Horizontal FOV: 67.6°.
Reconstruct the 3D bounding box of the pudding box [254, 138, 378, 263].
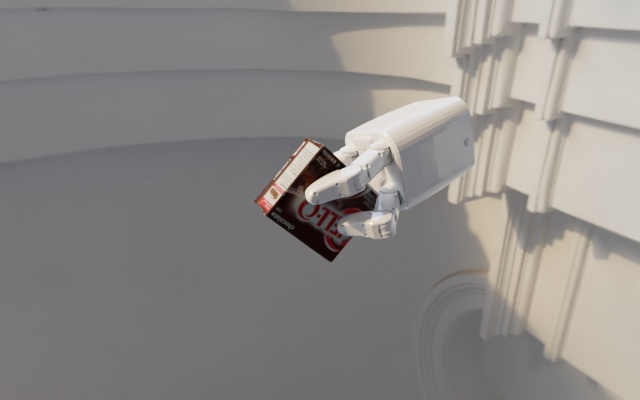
[{"bbox_3d":[0.000,0.002,0.504,0.113,0.090,0.039,39,-1,-37],"label":"pudding box"}]
